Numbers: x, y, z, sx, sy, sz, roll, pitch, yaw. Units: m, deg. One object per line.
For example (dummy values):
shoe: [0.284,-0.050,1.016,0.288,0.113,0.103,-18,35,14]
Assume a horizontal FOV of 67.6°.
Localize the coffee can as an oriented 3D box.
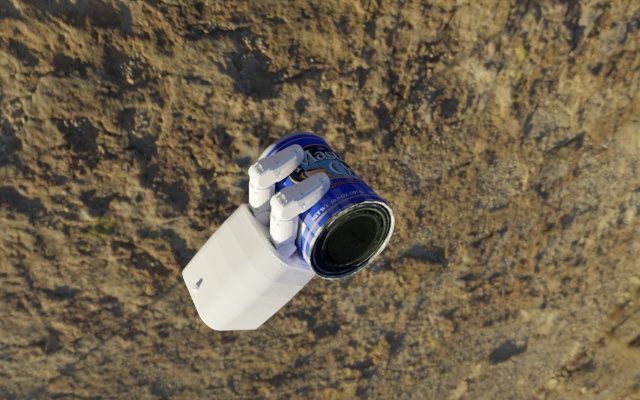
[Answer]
coffee can: [0.000,0.002,0.529,0.103,0.103,0.140,0,35,-36]
